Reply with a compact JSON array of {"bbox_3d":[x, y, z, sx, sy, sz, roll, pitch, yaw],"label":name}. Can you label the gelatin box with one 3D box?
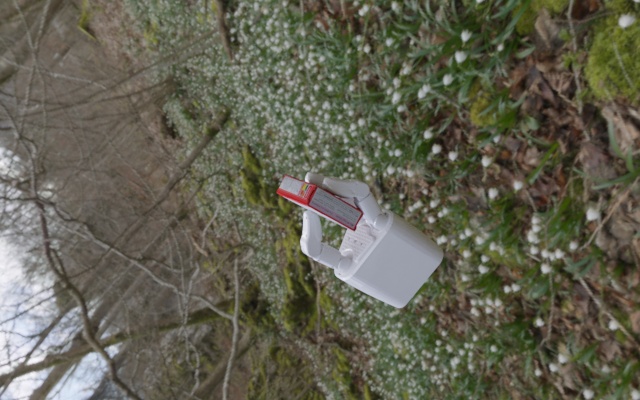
[{"bbox_3d":[0.000,0.002,0.605,0.089,0.030,0.073,28,-4,-37],"label":"gelatin box"}]
